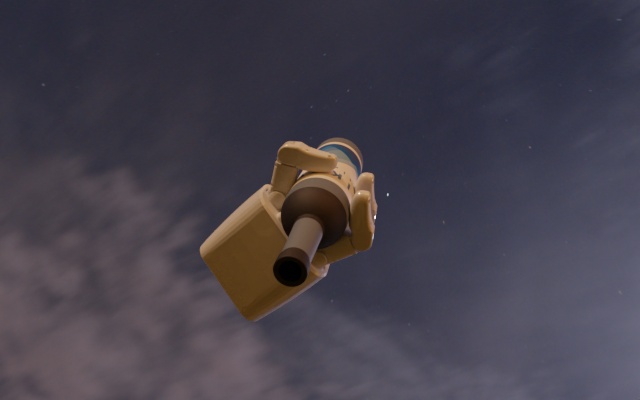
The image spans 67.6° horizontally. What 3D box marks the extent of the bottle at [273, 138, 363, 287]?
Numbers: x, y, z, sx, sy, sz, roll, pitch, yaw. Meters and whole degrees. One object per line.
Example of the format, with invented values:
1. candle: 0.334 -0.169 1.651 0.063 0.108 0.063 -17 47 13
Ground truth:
1. bottle: 0.000 0.001 0.499 0.069 0.069 0.295 0 21 10
